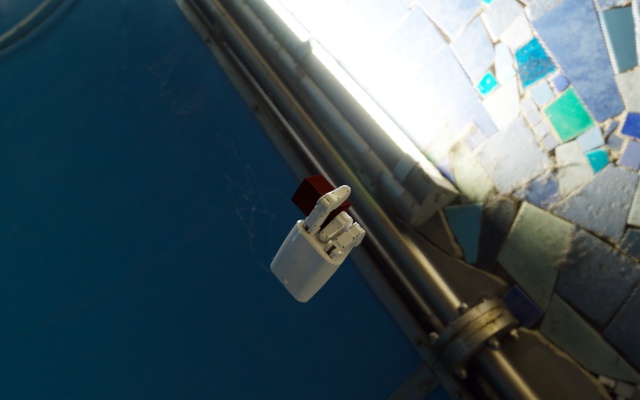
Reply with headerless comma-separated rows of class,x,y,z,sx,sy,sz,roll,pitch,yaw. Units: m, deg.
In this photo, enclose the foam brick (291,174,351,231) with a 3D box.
foam brick,0.000,0.002,0.798,0.078,0.051,0.053,46,30,20
